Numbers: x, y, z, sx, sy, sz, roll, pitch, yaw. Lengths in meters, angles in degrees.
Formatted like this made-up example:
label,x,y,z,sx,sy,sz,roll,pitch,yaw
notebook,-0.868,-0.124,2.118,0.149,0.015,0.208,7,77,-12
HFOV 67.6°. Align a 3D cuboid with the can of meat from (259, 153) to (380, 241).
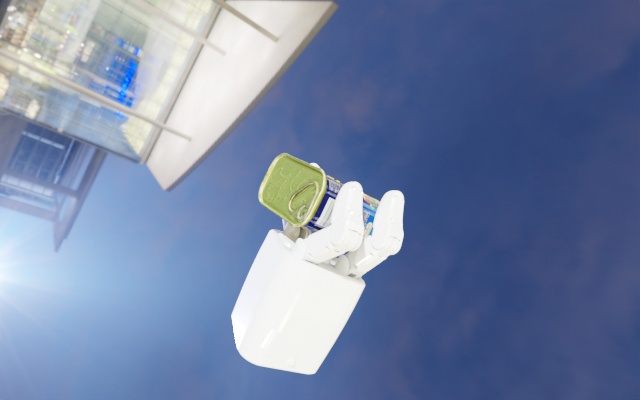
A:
label,x,y,z,sx,sy,sz,roll,pitch,yaw
can of meat,0.000,0.002,0.477,0.084,0.057,0.102,25,2,-36
